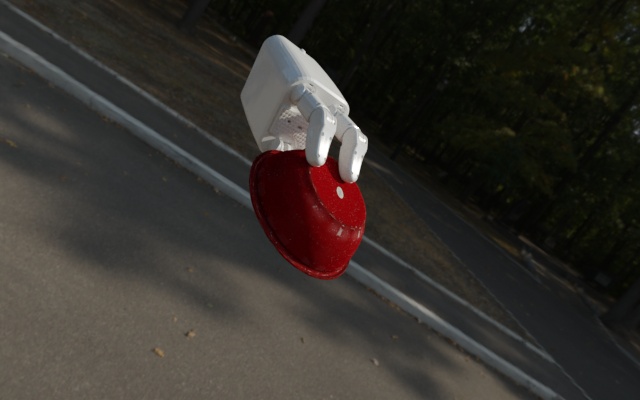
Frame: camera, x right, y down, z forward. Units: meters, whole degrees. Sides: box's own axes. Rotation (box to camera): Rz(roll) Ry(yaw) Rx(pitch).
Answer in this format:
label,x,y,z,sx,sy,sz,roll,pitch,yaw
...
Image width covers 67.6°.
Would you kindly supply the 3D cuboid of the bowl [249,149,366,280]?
label,x,y,z,sx,sy,sz,roll,pitch,yaw
bowl,0.001,0.003,0.520,0.055,0.162,0.162,-32,-17,30
